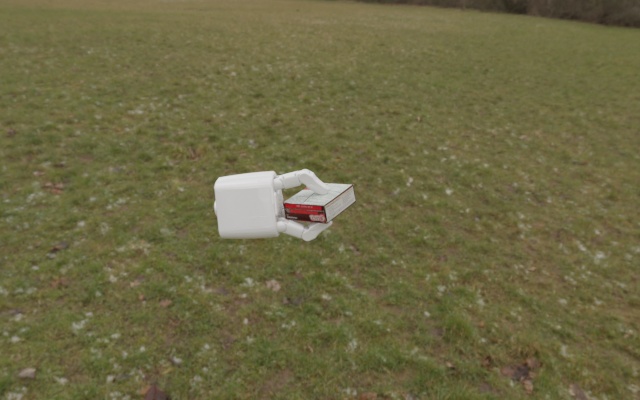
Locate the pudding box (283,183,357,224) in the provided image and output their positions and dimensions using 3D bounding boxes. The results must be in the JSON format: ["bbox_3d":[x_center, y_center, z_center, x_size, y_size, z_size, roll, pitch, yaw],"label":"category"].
[{"bbox_3d":[0.000,0.003,0.868,0.090,0.039,0.113,5,26,32],"label":"pudding box"}]
